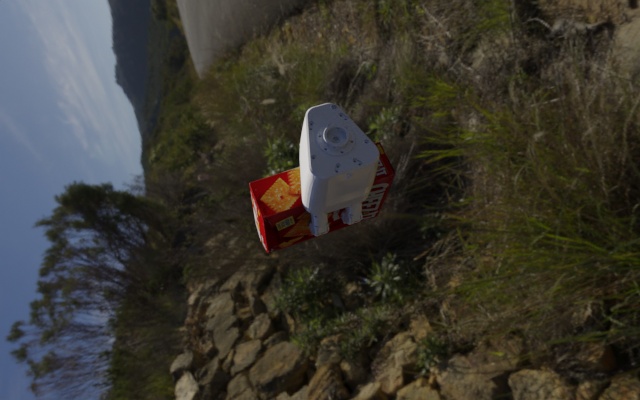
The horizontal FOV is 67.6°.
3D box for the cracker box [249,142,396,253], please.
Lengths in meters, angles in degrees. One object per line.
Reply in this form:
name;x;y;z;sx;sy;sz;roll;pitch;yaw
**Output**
cracker box;0.000;0.002;0.775;0.213;0.072;0.164;-18;-22;-12
